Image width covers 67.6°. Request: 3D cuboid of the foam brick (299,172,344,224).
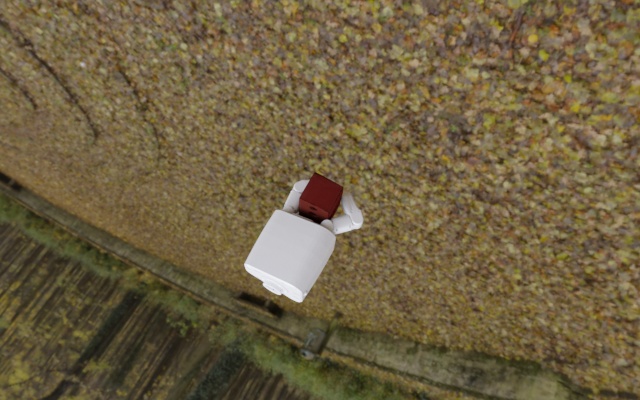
[{"bbox_3d":[0.000,0.002,0.759,0.053,0.051,0.078,27,-22,9],"label":"foam brick"}]
